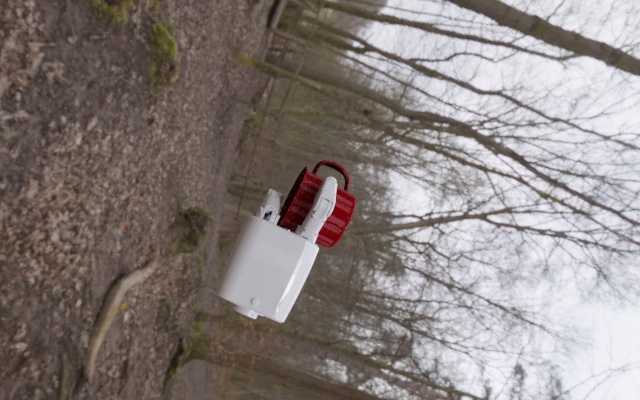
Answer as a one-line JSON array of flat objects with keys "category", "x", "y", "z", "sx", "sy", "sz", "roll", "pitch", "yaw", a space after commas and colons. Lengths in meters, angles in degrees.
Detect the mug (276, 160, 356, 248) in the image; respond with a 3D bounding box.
[{"category": "mug", "x": 0.001, "y": 0.001, "z": 0.656, "sx": 0.081, "sy": 0.117, "sz": 0.093, "roll": 27, "pitch": -12, "yaw": -9}]
